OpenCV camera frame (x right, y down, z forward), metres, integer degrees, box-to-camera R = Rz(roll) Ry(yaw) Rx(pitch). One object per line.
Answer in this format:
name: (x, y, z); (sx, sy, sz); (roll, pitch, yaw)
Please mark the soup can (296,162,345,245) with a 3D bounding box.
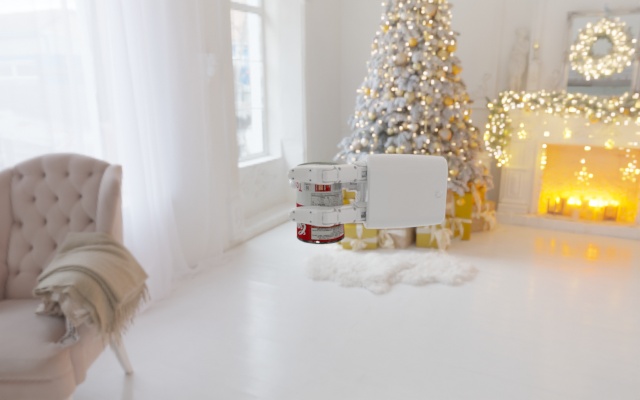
soup can: (0.000, 0.002, 0.659); (0.068, 0.102, 0.068); (0, 14, 0)
